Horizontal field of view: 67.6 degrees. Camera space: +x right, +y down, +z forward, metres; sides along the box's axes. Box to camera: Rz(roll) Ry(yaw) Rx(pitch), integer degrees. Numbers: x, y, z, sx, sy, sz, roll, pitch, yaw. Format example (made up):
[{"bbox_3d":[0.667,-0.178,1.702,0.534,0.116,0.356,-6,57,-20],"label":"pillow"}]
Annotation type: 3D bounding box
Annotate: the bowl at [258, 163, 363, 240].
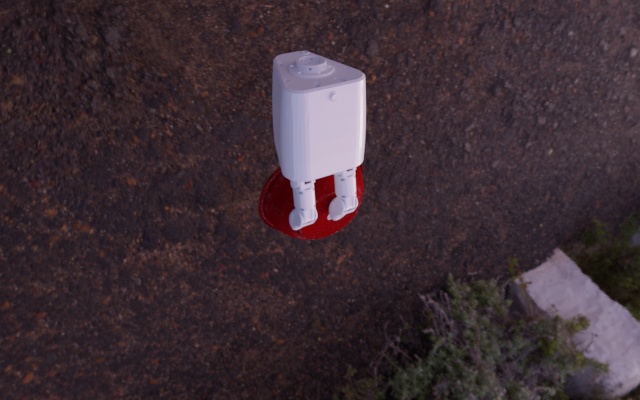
[{"bbox_3d":[0.000,0.003,0.646,0.162,0.162,0.055,0,43,-40],"label":"bowl"}]
